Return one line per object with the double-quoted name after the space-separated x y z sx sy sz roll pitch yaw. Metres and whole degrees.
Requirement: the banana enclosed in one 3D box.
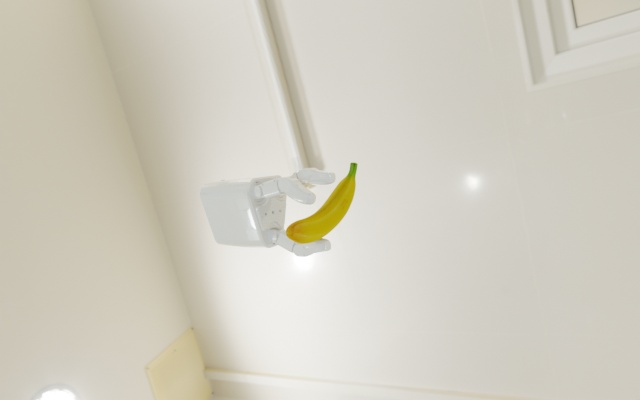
0.006 0.016 0.709 0.037 0.070 0.197 5 34 30 "banana"
